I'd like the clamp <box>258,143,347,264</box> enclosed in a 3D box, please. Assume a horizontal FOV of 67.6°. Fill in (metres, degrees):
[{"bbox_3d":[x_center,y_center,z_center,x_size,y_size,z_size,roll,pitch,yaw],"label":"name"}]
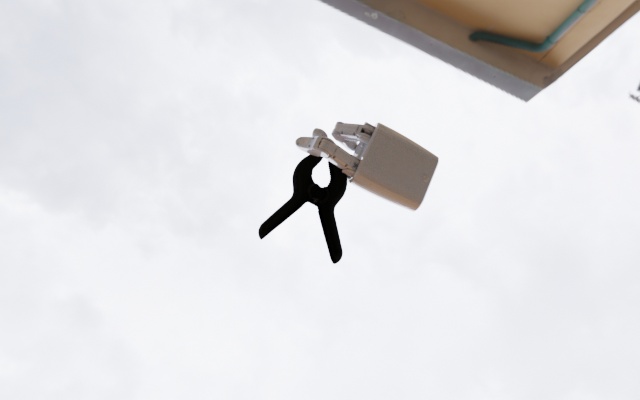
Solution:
[{"bbox_3d":[0.000,0.002,0.671,0.120,0.171,0.039,30,-15,-14],"label":"clamp"}]
